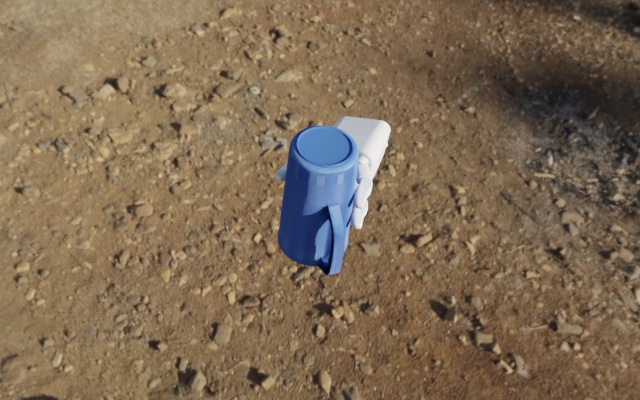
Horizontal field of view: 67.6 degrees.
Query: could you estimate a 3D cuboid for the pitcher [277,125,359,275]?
[{"bbox_3d":[0.000,0.003,0.810,0.149,0.145,0.243,24,-39,13],"label":"pitcher"}]
